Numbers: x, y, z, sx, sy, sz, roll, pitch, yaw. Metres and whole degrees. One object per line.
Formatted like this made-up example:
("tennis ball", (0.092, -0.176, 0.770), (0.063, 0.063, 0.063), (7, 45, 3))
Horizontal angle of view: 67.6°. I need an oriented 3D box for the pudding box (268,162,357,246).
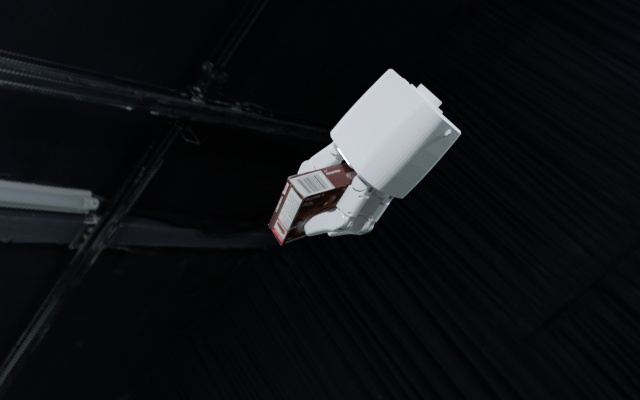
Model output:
("pudding box", (0.000, 0.002, 0.588), (0.113, 0.039, 0.090), (-15, -35, -36))
